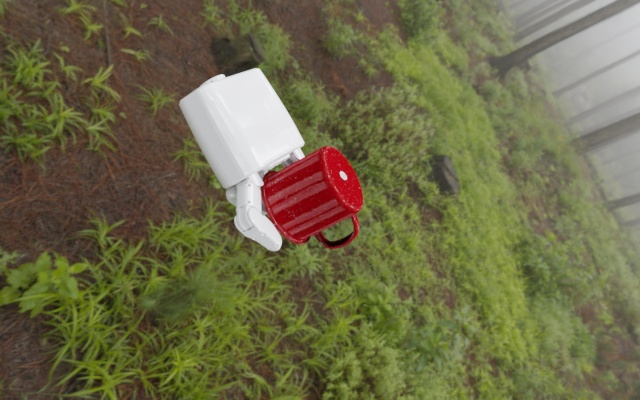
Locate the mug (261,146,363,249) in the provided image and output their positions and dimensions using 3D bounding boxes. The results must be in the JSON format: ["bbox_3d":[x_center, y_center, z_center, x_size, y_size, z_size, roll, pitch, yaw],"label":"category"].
[{"bbox_3d":[0.001,0.003,0.535,0.081,0.117,0.093,-27,10,25],"label":"mug"}]
